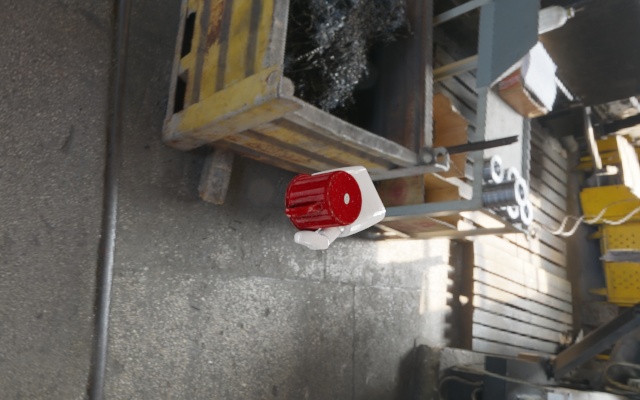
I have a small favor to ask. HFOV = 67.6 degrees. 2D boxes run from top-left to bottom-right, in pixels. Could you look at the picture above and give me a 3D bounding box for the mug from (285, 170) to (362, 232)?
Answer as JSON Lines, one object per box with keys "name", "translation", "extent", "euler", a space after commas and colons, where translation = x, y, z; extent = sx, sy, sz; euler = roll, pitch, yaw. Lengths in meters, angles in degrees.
{"name": "mug", "translation": [-0.001, 0.002, 0.704], "extent": [0.081, 0.093, 0.117], "euler": [-8, 6, 43]}
